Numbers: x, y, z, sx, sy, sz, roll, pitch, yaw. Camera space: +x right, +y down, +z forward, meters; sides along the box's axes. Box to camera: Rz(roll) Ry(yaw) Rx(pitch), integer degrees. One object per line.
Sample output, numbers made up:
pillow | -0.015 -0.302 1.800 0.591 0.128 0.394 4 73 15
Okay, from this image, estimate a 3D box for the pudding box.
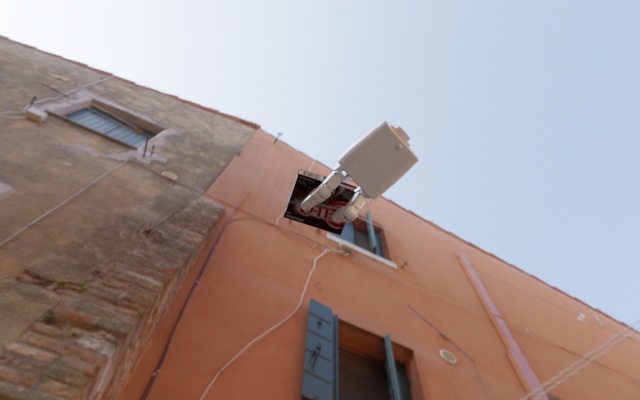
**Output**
pudding box | 0.000 0.003 0.859 0.113 0.090 0.039 18 21 -4
